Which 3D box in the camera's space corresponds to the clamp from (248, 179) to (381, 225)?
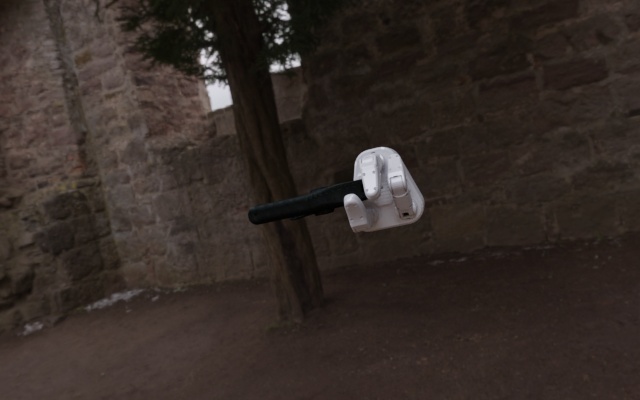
[{"bbox_3d":[0.000,0.001,0.647,0.171,0.039,0.120,-12,2,15],"label":"clamp"}]
